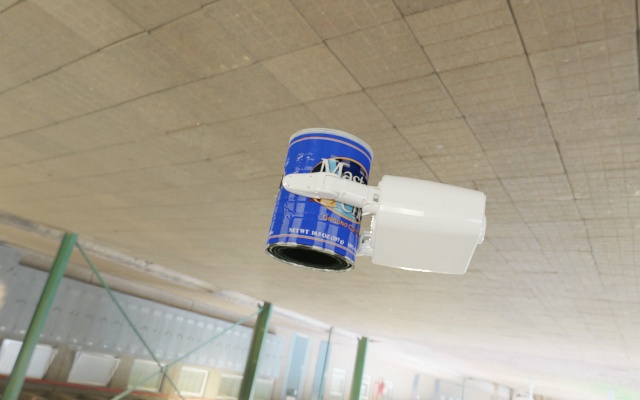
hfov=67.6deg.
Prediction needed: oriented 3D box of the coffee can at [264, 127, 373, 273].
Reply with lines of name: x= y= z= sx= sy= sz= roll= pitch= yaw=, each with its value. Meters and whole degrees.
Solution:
coffee can: x=0.000 y=0.002 z=0.553 sx=0.103 sy=0.140 sz=0.103 roll=10 pitch=-20 yaw=4
